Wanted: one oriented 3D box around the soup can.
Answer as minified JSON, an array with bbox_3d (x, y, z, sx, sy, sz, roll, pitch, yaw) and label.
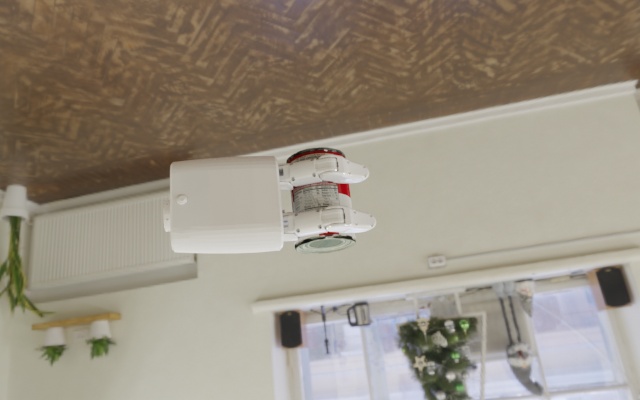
[{"bbox_3d":[0.001,0.002,0.525,0.068,0.102,0.068,-6,-19,-2],"label":"soup can"}]
